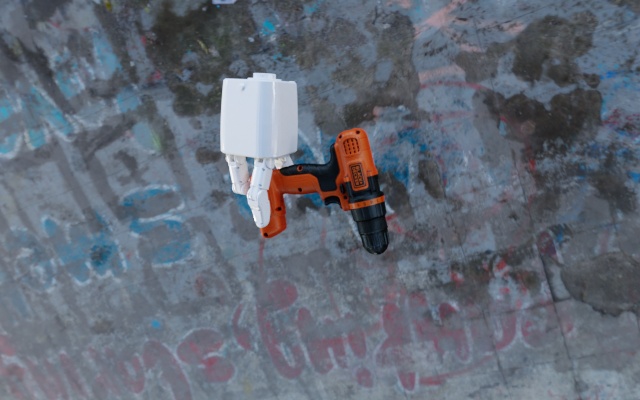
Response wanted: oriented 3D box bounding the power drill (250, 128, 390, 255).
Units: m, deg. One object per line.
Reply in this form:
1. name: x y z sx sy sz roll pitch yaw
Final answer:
1. power drill: 0.000 0.002 0.705 0.187 0.184 0.057 -12 1 13
